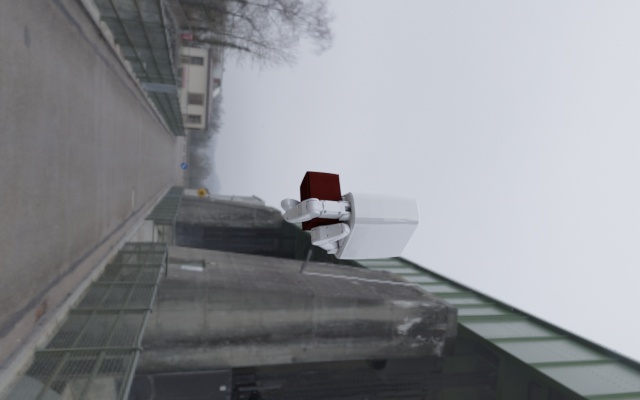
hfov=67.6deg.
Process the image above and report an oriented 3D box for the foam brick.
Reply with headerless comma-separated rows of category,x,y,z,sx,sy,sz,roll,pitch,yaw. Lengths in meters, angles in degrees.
foam brick,0.000,0.002,0.721,0.051,0.078,0.053,2,-24,-15
